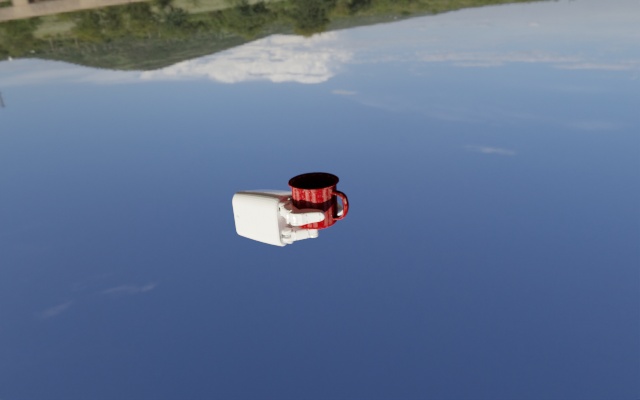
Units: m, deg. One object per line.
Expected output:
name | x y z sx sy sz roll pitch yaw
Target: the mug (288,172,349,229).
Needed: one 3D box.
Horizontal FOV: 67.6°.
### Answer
mug | 0.001 0.003 0.869 0.117 0.081 0.093 10 26 30
